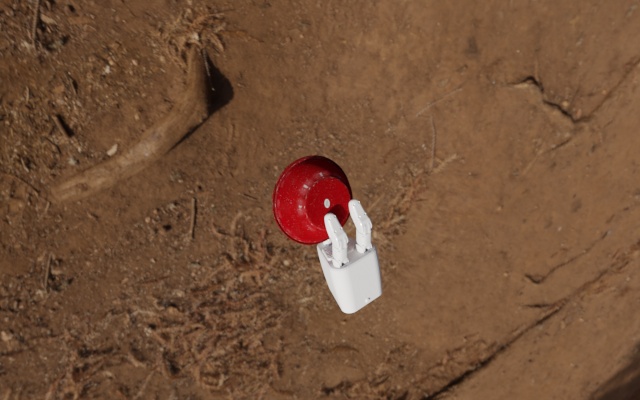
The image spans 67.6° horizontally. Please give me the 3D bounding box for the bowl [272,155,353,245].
[{"bbox_3d":[0.000,0.002,0.829,0.162,0.162,0.055,0,6,-30],"label":"bowl"}]
